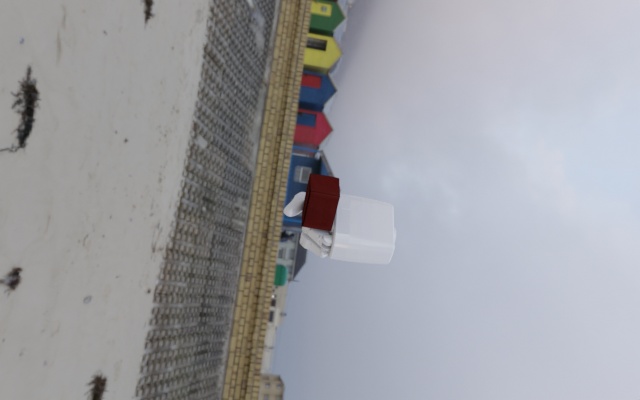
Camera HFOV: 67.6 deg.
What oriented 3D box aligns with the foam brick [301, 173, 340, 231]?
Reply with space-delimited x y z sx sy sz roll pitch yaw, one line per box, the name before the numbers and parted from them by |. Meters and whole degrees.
foam brick | 0.000 0.002 0.792 0.051 0.078 0.053 9 38 -6
